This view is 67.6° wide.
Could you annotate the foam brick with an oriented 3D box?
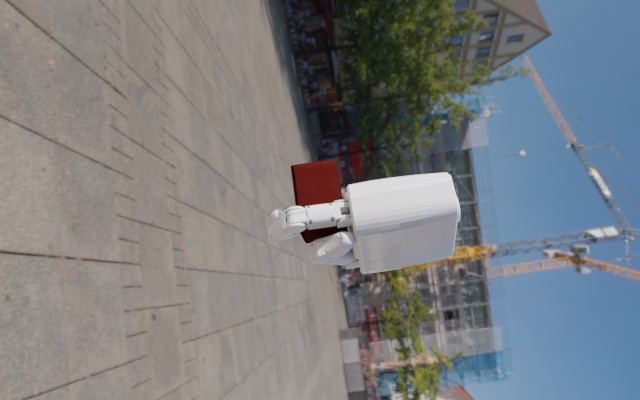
[{"bbox_3d":[0.000,0.001,0.532,0.051,0.078,0.053,-10,-21,4],"label":"foam brick"}]
